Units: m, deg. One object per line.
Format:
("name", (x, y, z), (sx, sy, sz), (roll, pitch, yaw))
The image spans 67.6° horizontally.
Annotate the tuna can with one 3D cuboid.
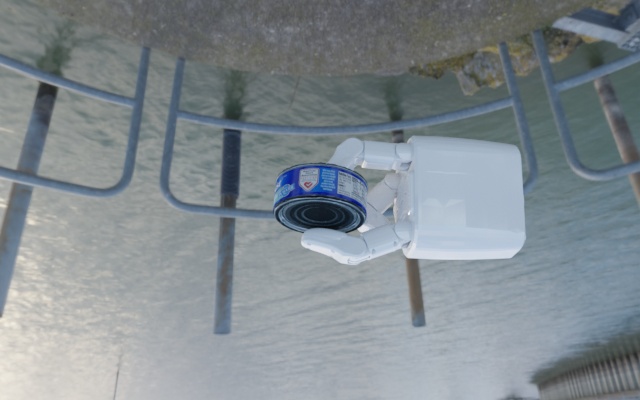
("tuna can", (0.000, 0.002, 0.434), (0.086, 0.033, 0.086), (3, -26, 2))
